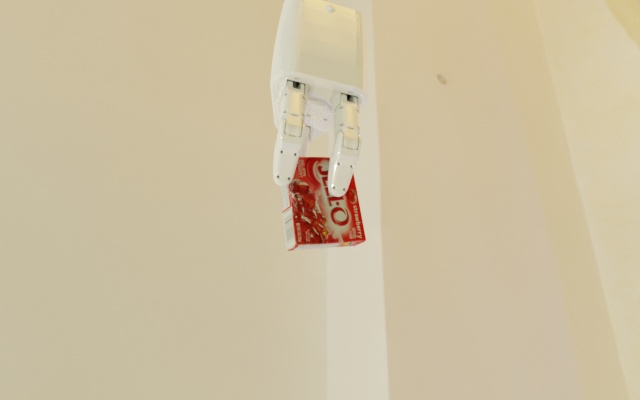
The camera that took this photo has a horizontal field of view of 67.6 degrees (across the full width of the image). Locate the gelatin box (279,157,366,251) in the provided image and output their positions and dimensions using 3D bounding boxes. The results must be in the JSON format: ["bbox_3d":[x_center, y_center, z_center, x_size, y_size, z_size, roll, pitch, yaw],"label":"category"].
[{"bbox_3d":[0.000,0.002,0.465,0.073,0.089,0.030,-1,-17,-24],"label":"gelatin box"}]
